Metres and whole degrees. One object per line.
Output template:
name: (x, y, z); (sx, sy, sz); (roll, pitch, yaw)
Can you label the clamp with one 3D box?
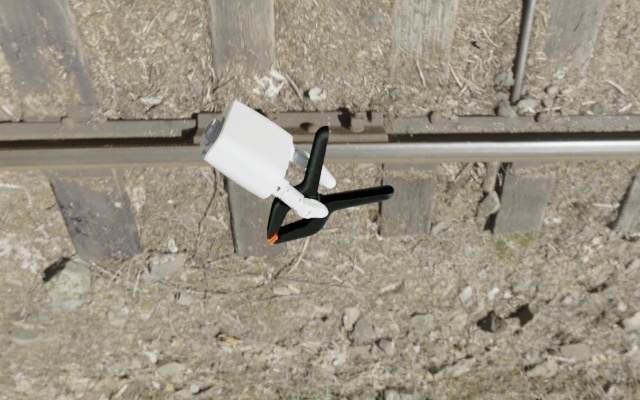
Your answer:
clamp: (0.000, 0.003, 0.743); (0.164, 0.210, 0.036); (33, 25, -25)
